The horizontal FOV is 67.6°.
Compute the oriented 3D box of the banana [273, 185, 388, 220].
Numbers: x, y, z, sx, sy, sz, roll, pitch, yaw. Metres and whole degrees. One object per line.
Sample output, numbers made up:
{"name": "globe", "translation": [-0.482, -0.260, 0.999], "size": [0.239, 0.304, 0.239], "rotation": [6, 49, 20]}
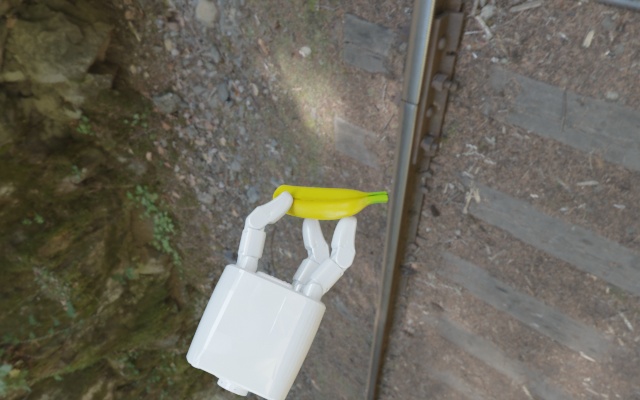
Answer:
{"name": "banana", "translation": [-0.012, 0.002, 0.573], "size": [0.069, 0.037, 0.198], "rotation": [2, 2, -38]}
